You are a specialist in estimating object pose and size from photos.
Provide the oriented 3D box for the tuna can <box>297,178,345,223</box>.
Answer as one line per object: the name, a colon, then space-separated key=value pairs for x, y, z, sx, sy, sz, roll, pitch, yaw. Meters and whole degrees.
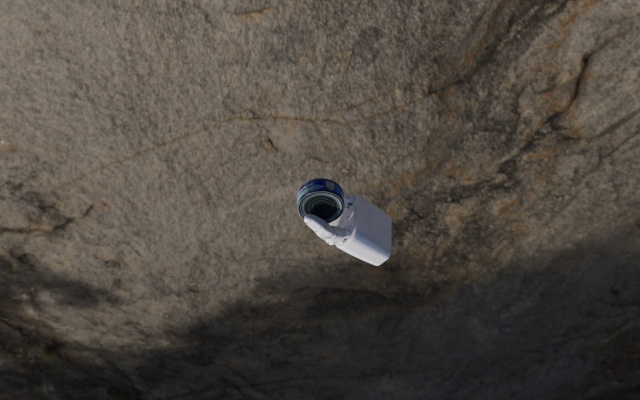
tuna can: x=0.000 y=0.003 z=0.854 sx=0.086 sy=0.086 sz=0.033 roll=0 pitch=44 yaw=-3
